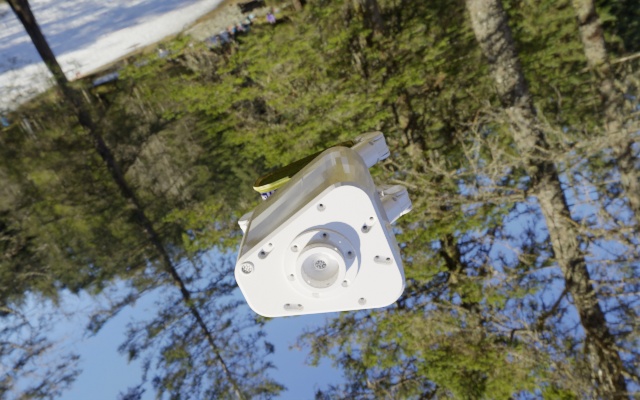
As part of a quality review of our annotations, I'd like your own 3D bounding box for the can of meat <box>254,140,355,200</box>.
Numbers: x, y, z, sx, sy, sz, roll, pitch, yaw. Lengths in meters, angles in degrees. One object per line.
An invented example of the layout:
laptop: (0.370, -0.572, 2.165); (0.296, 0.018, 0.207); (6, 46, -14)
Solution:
can of meat: (0.000, 0.002, 0.460); (0.102, 0.084, 0.057); (-23, 15, 3)
